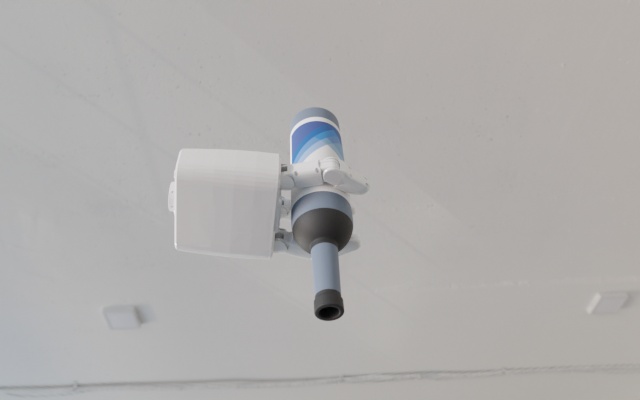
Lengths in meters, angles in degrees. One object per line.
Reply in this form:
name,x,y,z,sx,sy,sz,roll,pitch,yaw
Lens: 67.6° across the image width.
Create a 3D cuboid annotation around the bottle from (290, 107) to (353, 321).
bottle,0.000,0.002,0.537,0.069,0.069,0.295,0,43,-4
